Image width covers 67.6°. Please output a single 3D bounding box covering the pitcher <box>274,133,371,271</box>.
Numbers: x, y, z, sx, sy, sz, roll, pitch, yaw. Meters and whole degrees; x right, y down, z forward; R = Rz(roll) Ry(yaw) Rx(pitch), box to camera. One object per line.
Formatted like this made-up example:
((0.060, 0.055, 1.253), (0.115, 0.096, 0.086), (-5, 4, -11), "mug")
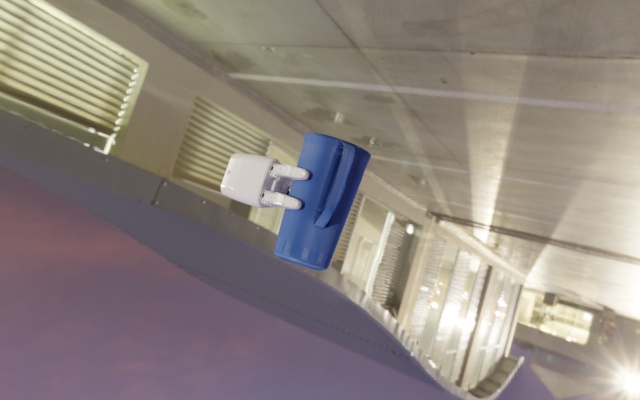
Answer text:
((0.000, 0.003, 0.893), (0.145, 0.243, 0.149), (15, -5, 31), "pitcher")
